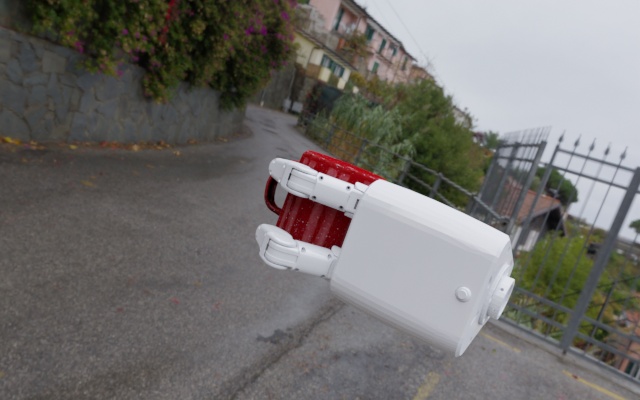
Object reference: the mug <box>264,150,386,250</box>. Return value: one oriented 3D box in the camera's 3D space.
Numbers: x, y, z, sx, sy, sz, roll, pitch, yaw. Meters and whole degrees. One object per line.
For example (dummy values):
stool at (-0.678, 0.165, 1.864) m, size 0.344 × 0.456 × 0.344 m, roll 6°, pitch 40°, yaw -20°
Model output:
mug at (-0.001, 0.001, 0.435) m, size 0.117 × 0.081 × 0.093 m, roll 25°, pitch 9°, yaw 28°
